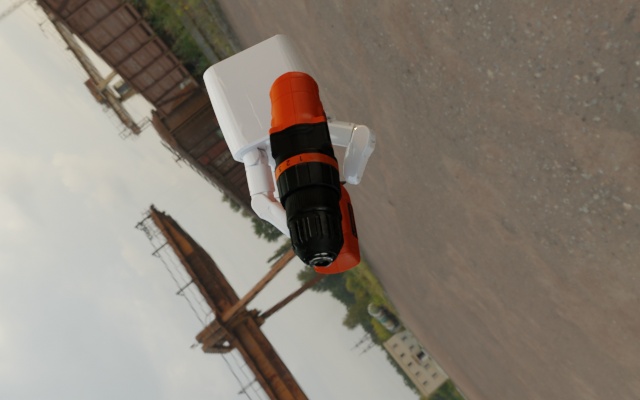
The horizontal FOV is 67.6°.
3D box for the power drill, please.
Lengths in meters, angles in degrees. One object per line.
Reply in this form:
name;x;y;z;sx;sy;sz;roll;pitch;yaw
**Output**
power drill;0.000;0.001;0.452;0.057;0.184;0.188;-10;-31;4
